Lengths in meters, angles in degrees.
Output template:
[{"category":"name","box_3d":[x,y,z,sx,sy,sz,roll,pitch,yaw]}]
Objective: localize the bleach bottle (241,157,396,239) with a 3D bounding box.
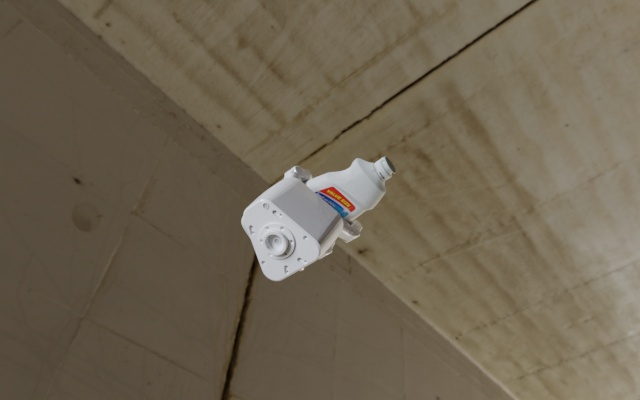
[{"category":"bleach bottle","box_3d":[0.000,0.003,0.746,0.251,0.102,0.068,-32,5,23]}]
